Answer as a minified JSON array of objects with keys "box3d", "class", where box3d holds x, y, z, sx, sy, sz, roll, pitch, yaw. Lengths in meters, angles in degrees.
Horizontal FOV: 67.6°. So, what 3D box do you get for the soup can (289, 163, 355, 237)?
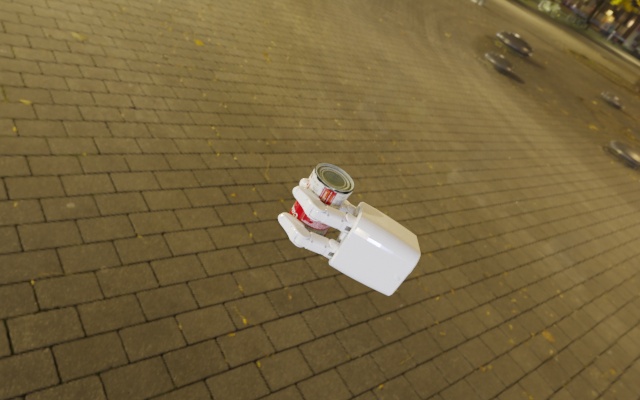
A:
[{"box3d":[0.000,0.002,0.730,0.068,0.102,0.068,21,34,-15],"class":"soup can"}]
